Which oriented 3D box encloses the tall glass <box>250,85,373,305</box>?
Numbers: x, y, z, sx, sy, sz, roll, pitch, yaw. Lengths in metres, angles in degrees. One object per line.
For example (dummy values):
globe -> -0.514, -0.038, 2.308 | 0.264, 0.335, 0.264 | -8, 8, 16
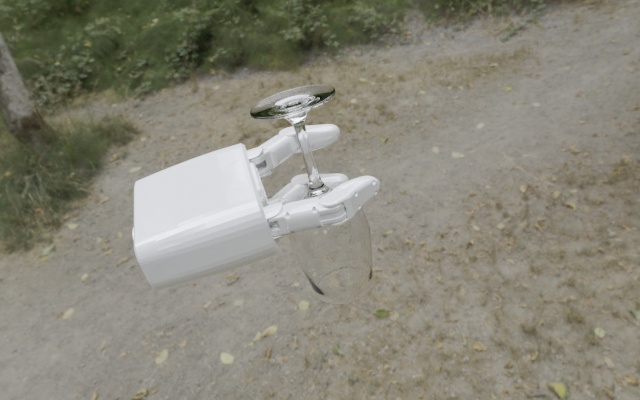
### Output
tall glass -> 0.000, 0.001, 0.445 | 0.079, 0.201, 0.079 | -13, 28, 7
